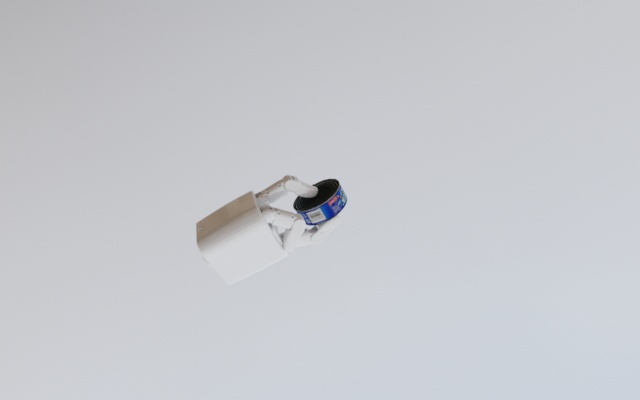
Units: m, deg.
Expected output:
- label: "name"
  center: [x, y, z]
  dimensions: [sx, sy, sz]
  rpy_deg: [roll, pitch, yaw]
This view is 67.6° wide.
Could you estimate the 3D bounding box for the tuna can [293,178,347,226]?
- label: "tuna can"
  center: [0.000, 0.003, 0.781]
  dimensions: [0.086, 0.034, 0.086]
  rpy_deg: [-25, 25, 13]
